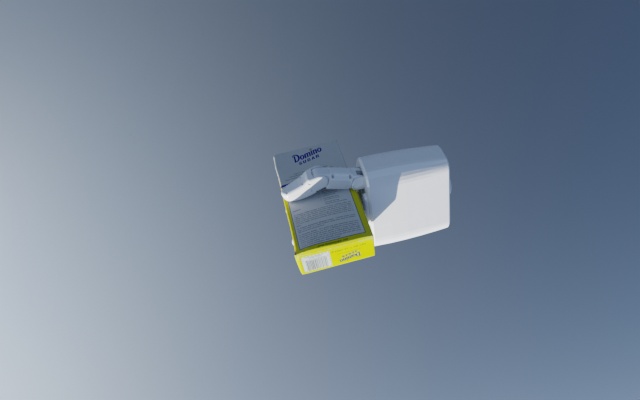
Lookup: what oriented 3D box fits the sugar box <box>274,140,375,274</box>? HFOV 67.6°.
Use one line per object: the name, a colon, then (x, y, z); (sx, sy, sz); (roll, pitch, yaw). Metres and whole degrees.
sugar box: (0.000, 0.002, 0.607); (0.093, 0.048, 0.176); (-14, 45, -2)
